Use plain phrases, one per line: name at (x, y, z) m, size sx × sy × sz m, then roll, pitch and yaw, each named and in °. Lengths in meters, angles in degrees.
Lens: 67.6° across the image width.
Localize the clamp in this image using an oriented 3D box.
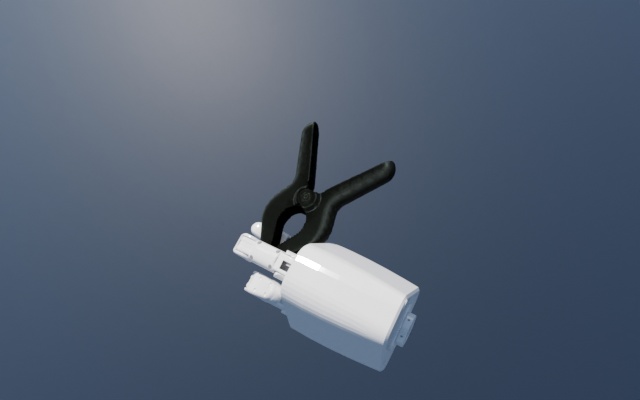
clamp at (0.000, 0.002, 0.512) m, size 0.120 × 0.171 × 0.039 m, roll 20°, pitch -13°, yaw 29°
